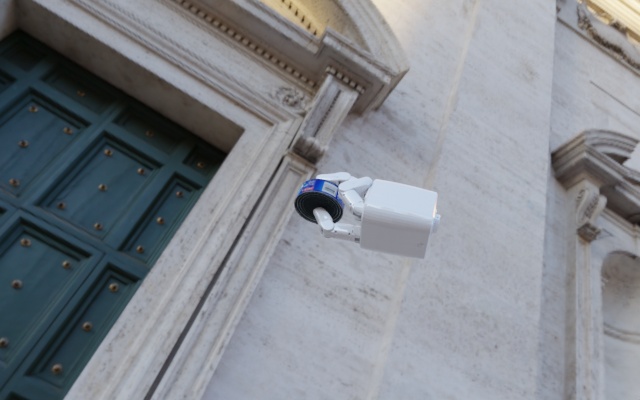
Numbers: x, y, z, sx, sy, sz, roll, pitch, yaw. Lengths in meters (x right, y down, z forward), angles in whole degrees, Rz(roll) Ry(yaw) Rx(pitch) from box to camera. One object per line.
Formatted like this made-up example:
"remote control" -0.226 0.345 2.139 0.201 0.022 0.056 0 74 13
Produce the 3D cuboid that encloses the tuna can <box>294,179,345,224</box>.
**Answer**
"tuna can" 0.000 0.002 0.822 0.086 0.033 0.086 10 -40 9
